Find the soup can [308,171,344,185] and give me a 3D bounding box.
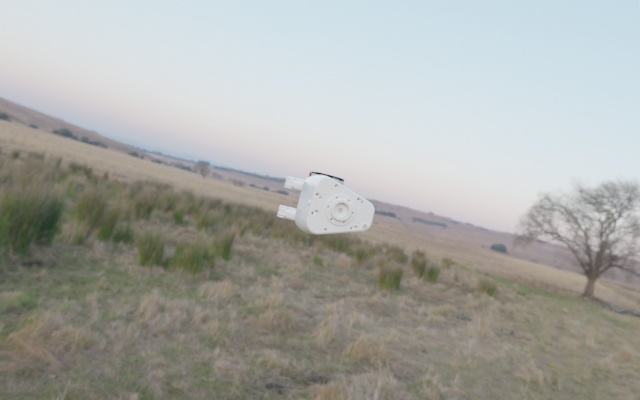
[{"bbox_3d":[0.000,0.003,0.886,0.068,0.102,0.068,14,-1,0],"label":"soup can"}]
